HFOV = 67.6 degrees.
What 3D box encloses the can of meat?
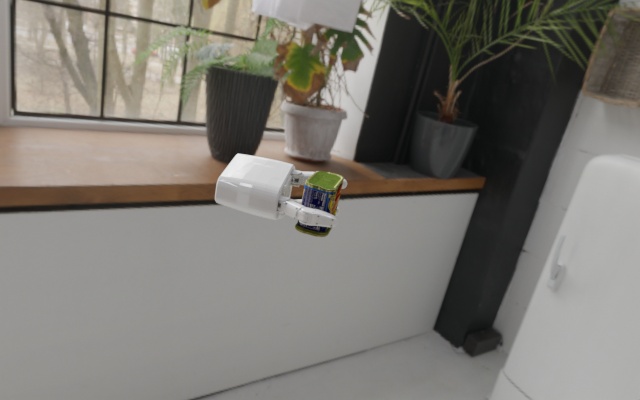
[{"bbox_3d":[0.000,0.002,0.806,0.057,0.084,0.102,15,20,9],"label":"can of meat"}]
